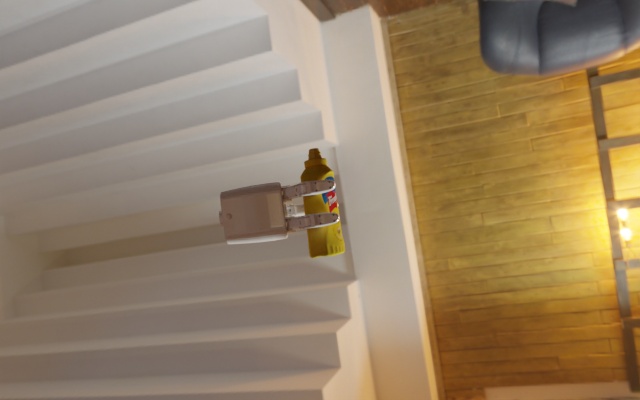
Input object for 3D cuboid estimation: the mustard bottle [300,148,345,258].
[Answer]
[{"bbox_3d":[0.001,0.003,0.846,0.058,0.191,0.096,-9,-4,20],"label":"mustard bottle"}]
